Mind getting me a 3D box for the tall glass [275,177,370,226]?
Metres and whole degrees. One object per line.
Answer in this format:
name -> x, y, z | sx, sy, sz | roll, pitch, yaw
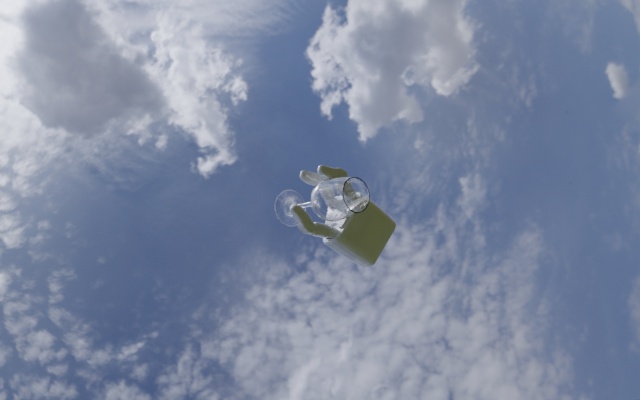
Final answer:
tall glass -> 0.000, 0.003, 0.879 | 0.079, 0.079, 0.201 | 0, -7, -37
